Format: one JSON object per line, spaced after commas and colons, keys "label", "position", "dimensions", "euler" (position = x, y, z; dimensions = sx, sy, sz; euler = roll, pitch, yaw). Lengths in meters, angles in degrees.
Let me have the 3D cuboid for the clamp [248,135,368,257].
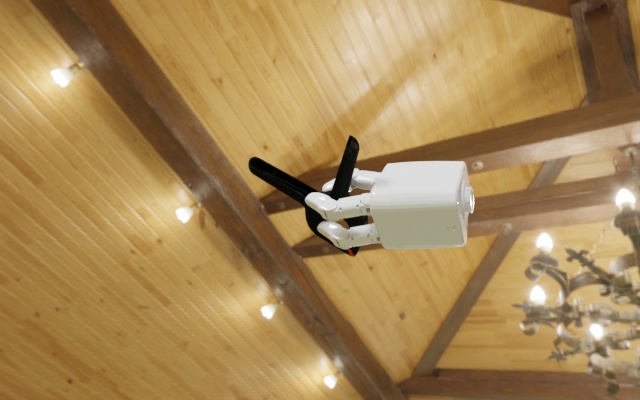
{"label": "clamp", "position": [0.001, 0.002, 0.681], "dimensions": [0.164, 0.210, 0.036], "euler": [-2, 43, 24]}
